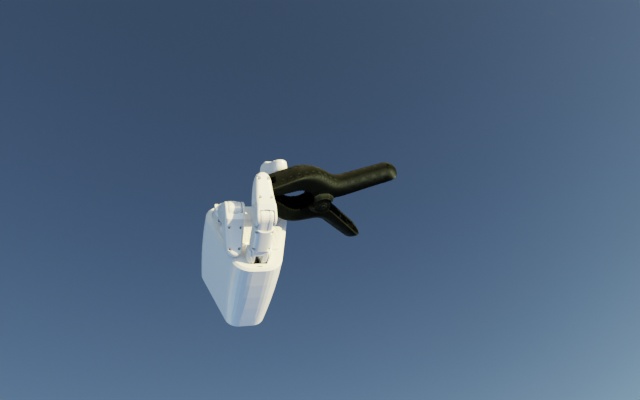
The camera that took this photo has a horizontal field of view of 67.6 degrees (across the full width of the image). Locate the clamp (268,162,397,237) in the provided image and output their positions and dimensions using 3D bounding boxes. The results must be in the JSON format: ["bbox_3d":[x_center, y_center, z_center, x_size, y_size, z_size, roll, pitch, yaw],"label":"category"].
[{"bbox_3d":[0.000,0.002,0.581,0.171,0.120,0.039,1,38,-21],"label":"clamp"}]
